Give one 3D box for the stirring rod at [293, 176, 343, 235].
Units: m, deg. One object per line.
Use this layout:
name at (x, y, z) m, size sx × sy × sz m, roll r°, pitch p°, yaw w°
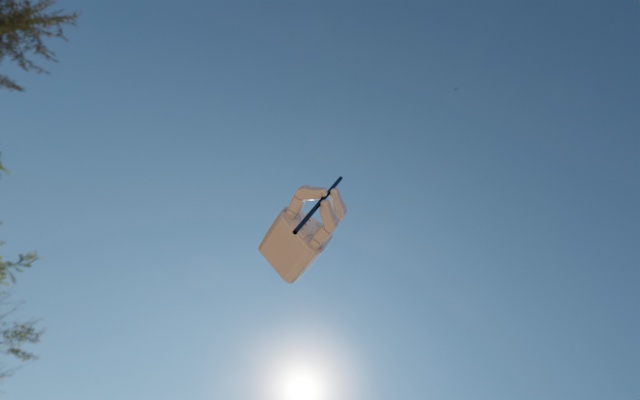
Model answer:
stirring rod at (0.000, 0.003, 0.859) m, size 0.011 × 0.011 × 0.239 m, roll 0°, pitch 23°, yaw 22°
